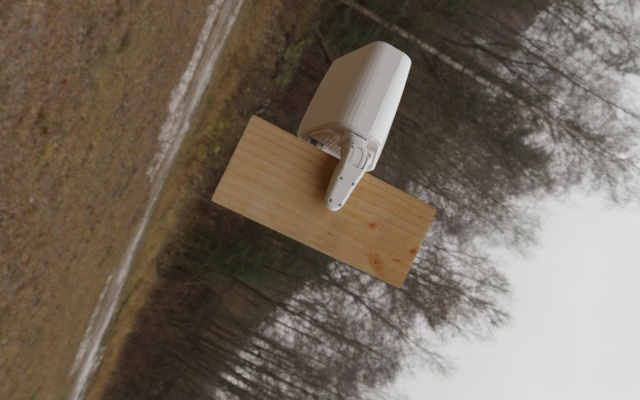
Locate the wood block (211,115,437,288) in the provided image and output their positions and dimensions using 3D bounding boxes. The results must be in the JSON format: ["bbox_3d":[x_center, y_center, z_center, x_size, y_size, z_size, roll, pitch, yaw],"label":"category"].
[{"bbox_3d":[0.000,0.001,0.499,0.206,0.090,0.091,26,-1,-11],"label":"wood block"}]
